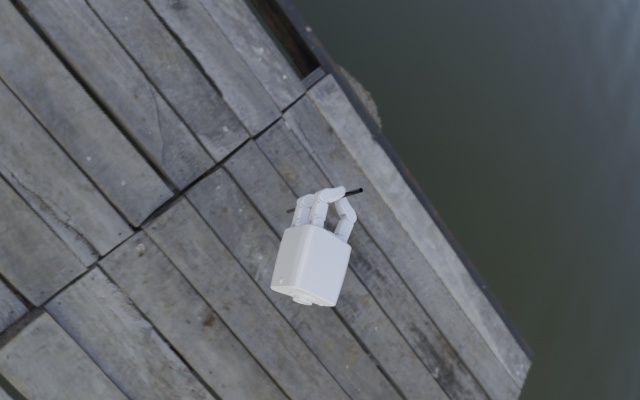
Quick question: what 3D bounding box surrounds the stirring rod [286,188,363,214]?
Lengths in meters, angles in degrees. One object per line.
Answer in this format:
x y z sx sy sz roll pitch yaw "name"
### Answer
0.000 0.003 0.880 0.011 0.011 0.239 0 -10 -34 "stirring rod"
